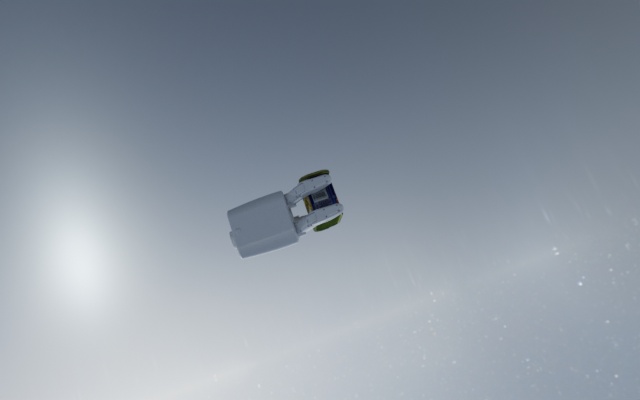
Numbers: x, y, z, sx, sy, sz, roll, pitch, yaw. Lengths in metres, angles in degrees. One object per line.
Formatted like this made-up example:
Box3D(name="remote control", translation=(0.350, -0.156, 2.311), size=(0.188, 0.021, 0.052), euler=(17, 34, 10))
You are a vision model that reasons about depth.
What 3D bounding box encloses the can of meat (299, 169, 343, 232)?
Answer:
Box3D(name="can of meat", translation=(0.000, 0.003, 0.865), size=(0.057, 0.084, 0.102), euler=(-17, -15, -8))
